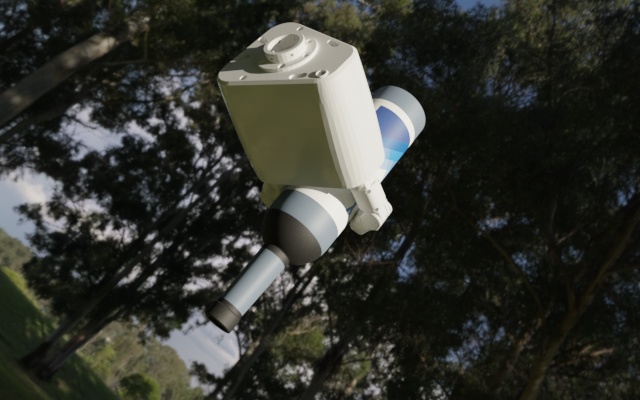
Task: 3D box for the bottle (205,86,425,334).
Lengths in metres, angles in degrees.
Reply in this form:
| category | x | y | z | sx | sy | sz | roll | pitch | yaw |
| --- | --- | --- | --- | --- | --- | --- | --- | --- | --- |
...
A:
| category | x | y | z | sx | sy | sz | roll | pitch | yaw |
| --- | --- | --- | --- | --- | --- | --- | --- | --- | --- |
| bottle | 0.000 | 0.001 | 0.459 | 0.069 | 0.069 | 0.295 | 0 | 43 | 52 |
